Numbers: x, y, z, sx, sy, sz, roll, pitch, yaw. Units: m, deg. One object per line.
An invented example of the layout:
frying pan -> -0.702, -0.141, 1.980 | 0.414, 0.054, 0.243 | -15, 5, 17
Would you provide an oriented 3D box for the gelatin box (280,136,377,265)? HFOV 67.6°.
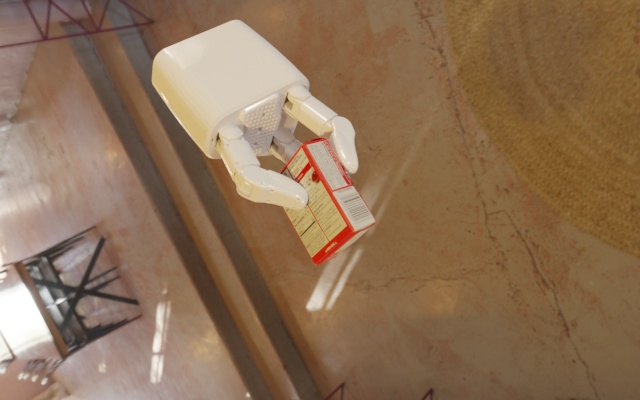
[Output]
gelatin box -> 0.000, 0.002, 0.416 | 0.030, 0.089, 0.073 | -19, -17, -36
